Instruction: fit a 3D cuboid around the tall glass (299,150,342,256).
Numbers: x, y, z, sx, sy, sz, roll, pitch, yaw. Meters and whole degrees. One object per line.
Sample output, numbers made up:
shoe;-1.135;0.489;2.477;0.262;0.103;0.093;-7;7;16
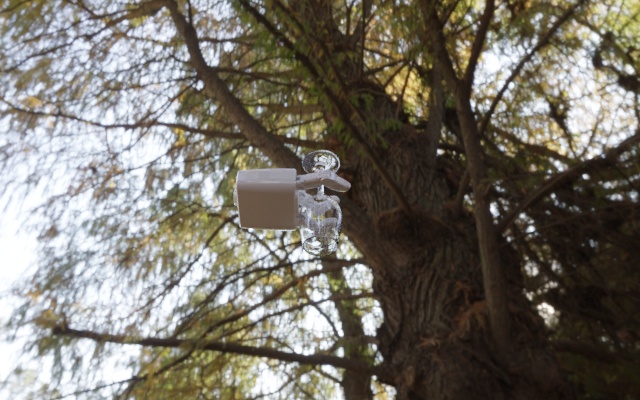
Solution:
tall glass;0.000;0.002;0.880;0.079;0.200;0.079;0;-40;0
